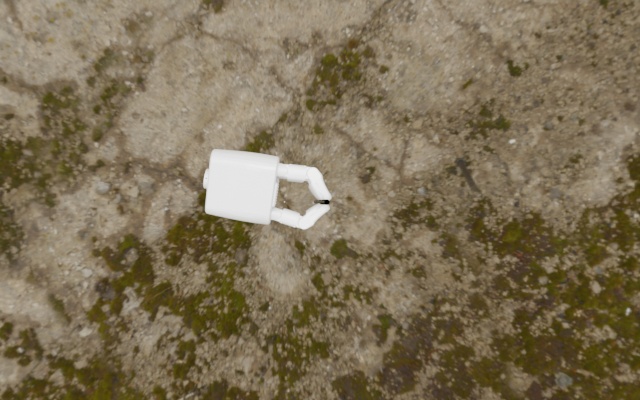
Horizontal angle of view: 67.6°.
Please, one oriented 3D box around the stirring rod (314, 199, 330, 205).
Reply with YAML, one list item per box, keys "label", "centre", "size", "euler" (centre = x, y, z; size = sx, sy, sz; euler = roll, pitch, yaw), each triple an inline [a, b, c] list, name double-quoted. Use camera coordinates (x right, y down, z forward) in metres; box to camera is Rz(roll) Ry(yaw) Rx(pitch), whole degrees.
- label: "stirring rod"
  centre: [0.000, 0.003, 0.804]
  size: [0.011, 0.011, 0.239]
  euler: [0, 0, -4]
